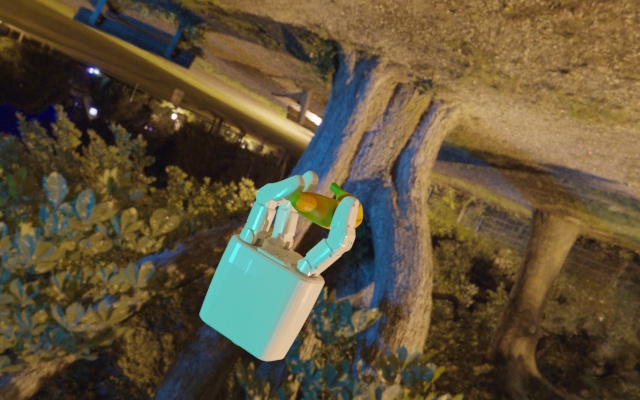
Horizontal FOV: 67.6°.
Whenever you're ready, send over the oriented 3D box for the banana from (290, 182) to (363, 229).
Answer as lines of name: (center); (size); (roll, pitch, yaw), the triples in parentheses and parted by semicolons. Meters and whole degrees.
banana: (0.017, 0.011, 0.584); (0.069, 0.037, 0.198); (31, 10, 10)
